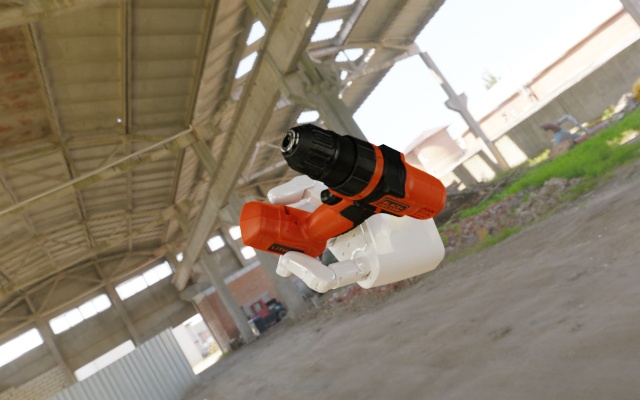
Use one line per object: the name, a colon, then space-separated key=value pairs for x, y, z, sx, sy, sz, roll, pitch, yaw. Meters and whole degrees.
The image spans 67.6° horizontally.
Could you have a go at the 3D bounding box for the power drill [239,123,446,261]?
power drill: x=0.000 y=0.002 z=0.469 sx=0.184 sy=0.057 sz=0.188 roll=20 pitch=-32 yaw=-35
